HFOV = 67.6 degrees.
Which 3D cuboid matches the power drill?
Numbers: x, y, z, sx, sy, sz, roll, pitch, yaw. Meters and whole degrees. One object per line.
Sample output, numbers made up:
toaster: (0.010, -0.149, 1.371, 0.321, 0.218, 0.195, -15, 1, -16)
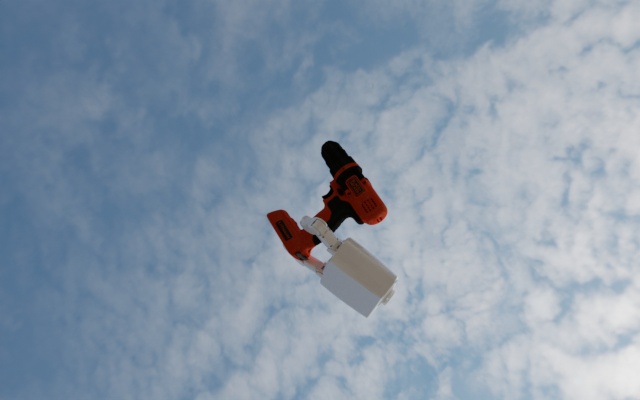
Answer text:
power drill: (0.000, 0.003, 0.847, 0.187, 0.184, 0.057, -36, -28, 6)
